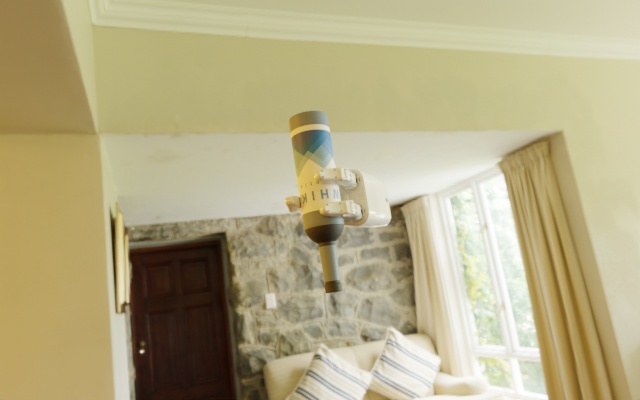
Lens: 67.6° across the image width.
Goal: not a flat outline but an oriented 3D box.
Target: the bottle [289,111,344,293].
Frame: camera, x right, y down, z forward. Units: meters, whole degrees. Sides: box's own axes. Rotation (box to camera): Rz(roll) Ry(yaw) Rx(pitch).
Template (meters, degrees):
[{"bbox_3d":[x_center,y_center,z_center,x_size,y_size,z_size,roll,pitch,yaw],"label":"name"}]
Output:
[{"bbox_3d":[0.000,0.002,0.784,0.069,0.295,0.069,-8,-12,-2],"label":"bottle"}]
